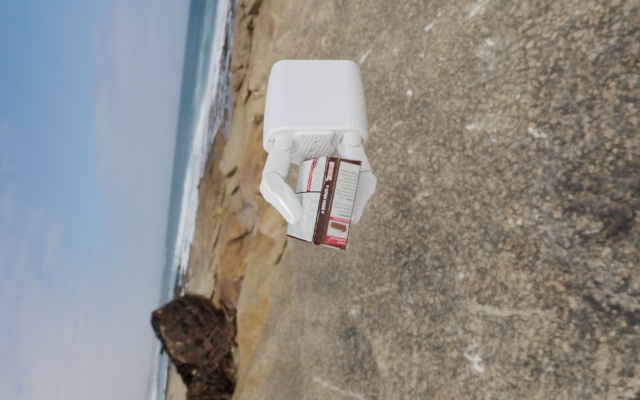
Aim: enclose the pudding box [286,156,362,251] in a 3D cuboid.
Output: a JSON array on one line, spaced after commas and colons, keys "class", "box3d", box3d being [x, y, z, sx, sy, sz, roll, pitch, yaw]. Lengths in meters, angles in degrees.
[{"class": "pudding box", "box3d": [0.000, 0.002, 0.504, 0.039, 0.090, 0.113, 10, -2, -15]}]
